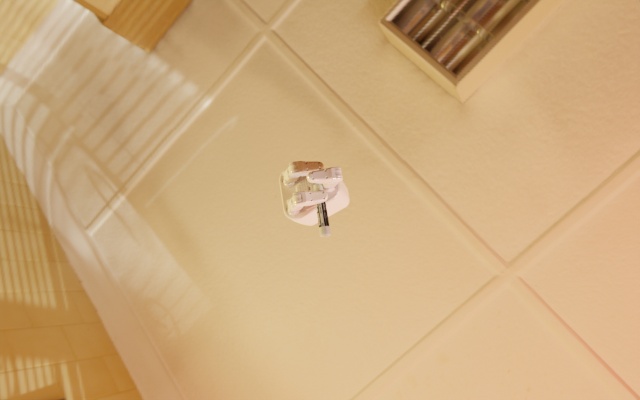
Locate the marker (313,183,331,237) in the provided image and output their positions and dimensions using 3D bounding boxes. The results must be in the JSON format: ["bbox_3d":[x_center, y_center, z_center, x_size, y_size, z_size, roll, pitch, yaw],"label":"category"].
[{"bbox_3d":[0.000,0.003,0.835,0.020,0.121,0.020,-8,-14,-2],"label":"marker"}]
